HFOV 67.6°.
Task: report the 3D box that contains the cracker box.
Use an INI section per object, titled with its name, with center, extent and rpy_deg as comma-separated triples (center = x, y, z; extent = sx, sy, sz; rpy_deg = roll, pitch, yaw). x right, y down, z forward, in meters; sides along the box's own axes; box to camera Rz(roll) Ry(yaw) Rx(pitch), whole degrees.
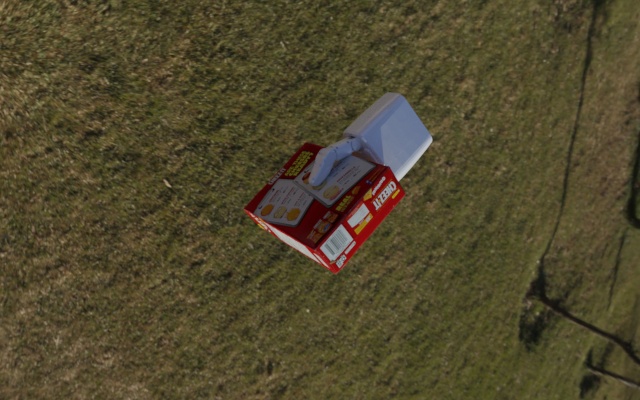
[cracker box]
center = 0.000, 0.002, 0.752
extent = 0.213, 0.164, 0.072
rpy_deg = 23, -23, 51
